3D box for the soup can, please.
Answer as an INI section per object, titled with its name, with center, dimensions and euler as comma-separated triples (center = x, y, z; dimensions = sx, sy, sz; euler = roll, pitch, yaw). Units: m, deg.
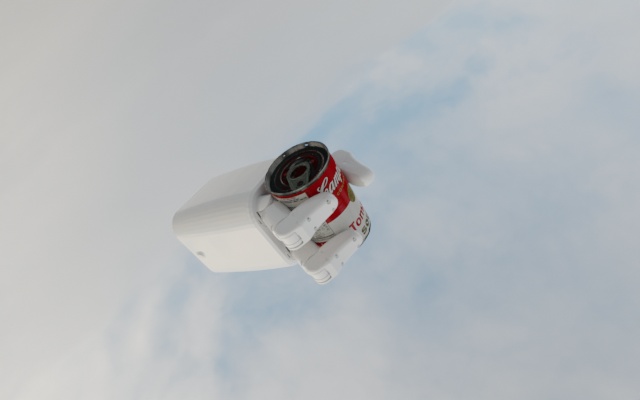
[soup can]
center = 0.001, 0.002, 0.471
dimensions = 0.068, 0.068, 0.102
euler = 0, -41, 37
